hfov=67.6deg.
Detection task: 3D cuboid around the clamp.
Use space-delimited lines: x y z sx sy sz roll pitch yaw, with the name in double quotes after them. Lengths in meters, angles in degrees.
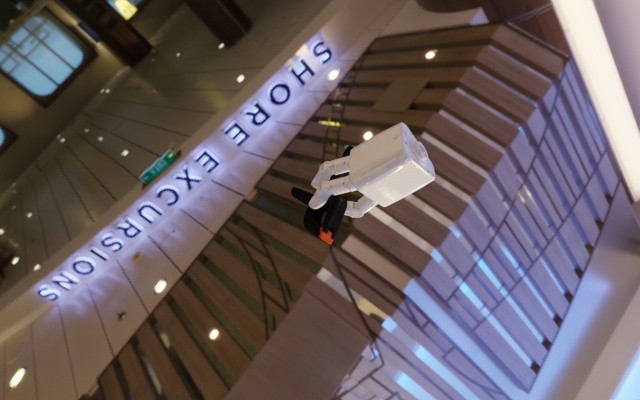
0.001 0.004 0.889 0.164 0.209 0.036 -32 -56 30 "clamp"
